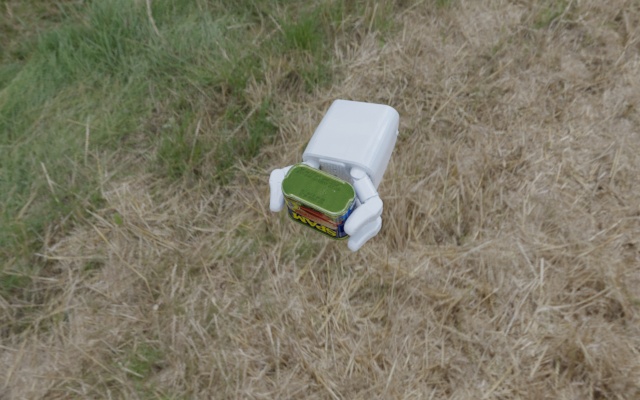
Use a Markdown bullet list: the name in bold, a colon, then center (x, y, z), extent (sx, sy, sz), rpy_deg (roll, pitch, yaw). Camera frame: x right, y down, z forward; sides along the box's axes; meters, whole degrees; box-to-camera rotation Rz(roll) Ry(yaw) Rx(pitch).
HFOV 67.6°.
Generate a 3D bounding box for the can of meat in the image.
- **can of meat**: center (0.000, 0.002, 0.644), extent (0.102, 0.057, 0.084), rpy_deg (24, -21, 15)
